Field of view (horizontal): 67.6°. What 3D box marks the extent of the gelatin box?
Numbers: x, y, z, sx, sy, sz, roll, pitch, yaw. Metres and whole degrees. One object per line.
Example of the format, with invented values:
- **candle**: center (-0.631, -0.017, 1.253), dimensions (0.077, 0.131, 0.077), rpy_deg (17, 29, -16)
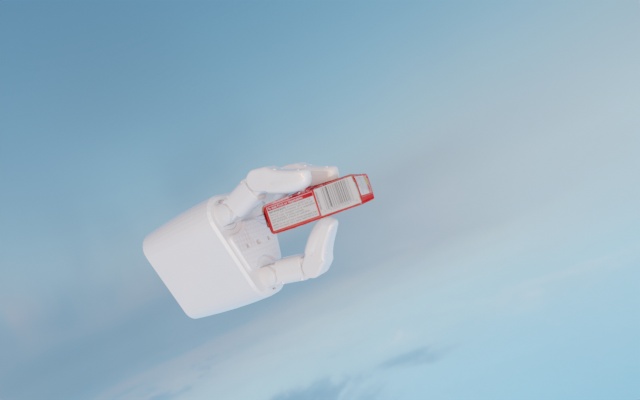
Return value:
- **gelatin box**: center (0.001, 0.002, 0.443), dimensions (0.089, 0.030, 0.073), rpy_deg (-19, -2, 15)
